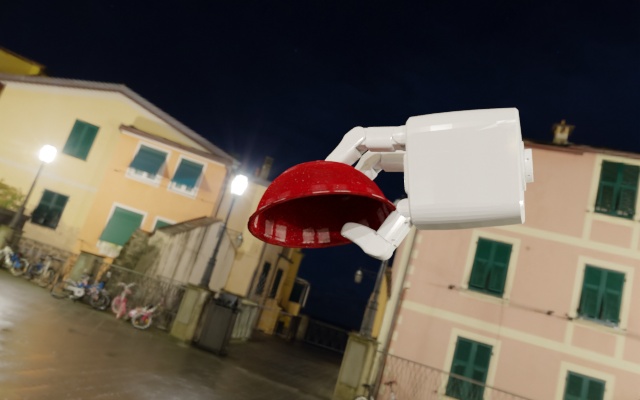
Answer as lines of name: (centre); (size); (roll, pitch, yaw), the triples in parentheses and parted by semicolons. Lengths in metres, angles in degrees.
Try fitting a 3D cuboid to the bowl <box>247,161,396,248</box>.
bowl: (-0.001, 0.002, 0.526); (0.162, 0.055, 0.162); (-5, -24, -2)
